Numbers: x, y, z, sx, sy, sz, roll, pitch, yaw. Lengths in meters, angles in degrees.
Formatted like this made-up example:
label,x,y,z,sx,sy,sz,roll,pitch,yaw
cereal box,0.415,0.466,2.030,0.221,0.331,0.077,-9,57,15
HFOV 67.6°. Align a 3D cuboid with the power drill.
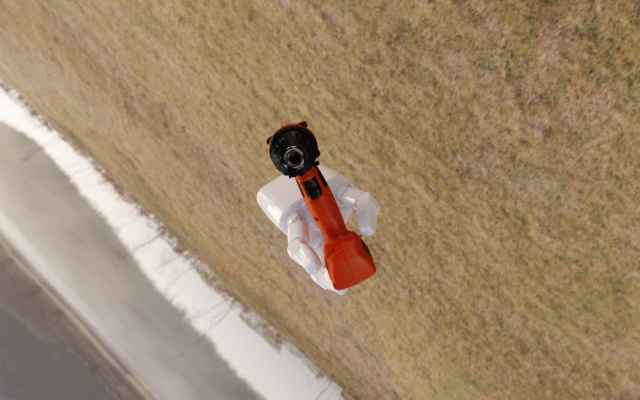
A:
label,x,y,z,sx,sy,sz,roll,pitch,yaw
power drill,0.000,0.002,0.532,0.057,0.188,0.184,-23,13,3
